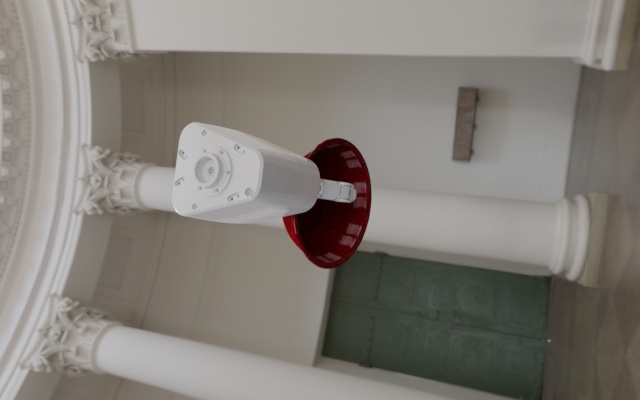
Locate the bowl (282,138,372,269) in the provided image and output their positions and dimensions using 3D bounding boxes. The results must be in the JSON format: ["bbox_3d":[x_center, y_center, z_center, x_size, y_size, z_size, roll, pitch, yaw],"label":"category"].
[{"bbox_3d":[0.000,0.002,0.605,0.055,0.162,0.162,6,4,38],"label":"bowl"}]
